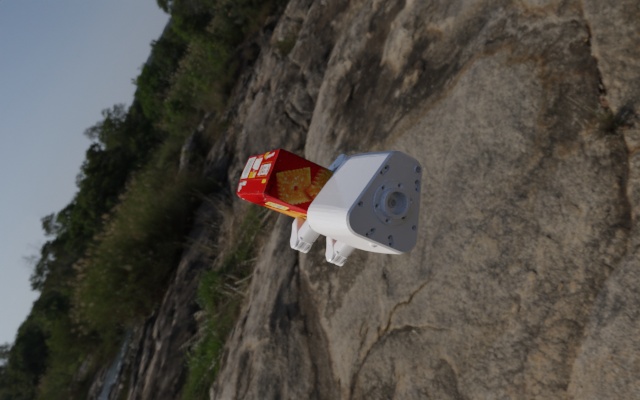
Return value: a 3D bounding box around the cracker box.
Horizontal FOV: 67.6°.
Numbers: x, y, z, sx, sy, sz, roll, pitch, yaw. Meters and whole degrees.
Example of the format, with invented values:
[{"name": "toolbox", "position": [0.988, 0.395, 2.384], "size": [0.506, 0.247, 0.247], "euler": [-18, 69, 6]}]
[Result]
[{"name": "cracker box", "position": [0.000, 0.002, 0.691], "size": [0.214, 0.072, 0.164], "euler": [24, -8, -21]}]
